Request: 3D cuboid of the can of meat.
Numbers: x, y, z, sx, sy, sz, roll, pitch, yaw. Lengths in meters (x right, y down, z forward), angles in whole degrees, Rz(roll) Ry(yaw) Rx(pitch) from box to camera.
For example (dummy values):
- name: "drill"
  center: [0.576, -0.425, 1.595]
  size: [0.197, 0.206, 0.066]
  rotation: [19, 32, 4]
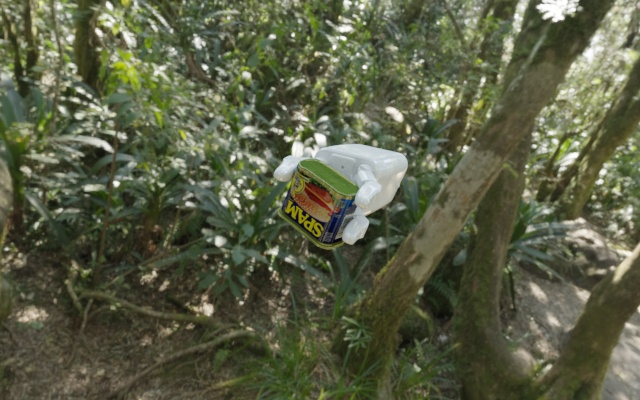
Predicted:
- name: "can of meat"
  center: [0.000, 0.002, 0.652]
  size: [0.102, 0.084, 0.057]
  rotation: [37, 30, 28]
